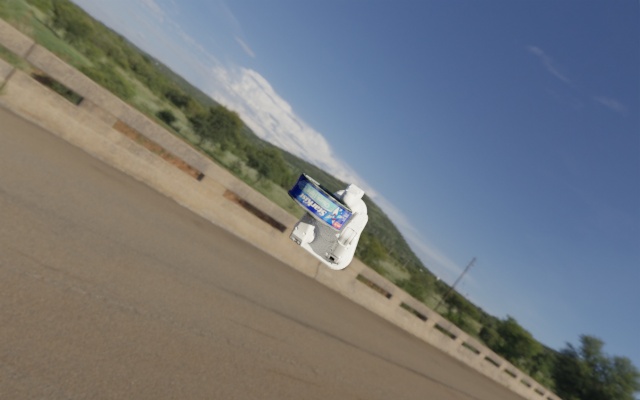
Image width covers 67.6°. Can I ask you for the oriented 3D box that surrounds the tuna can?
[{"bbox_3d":[0.000,0.002,0.627,0.086,0.034,0.086,37,5,-4],"label":"tuna can"}]
